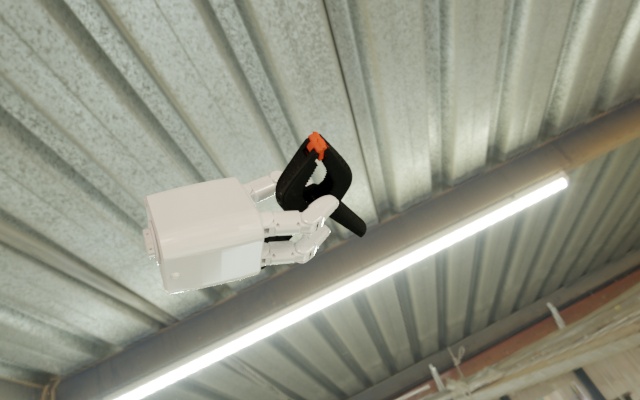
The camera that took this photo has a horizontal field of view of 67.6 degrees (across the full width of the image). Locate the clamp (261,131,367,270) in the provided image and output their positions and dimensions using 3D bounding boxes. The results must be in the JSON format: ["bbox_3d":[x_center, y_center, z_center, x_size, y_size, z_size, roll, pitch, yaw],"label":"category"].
[{"bbox_3d":[0.000,0.001,0.587,0.164,0.036,0.210,-13,-38,-23],"label":"clamp"}]
